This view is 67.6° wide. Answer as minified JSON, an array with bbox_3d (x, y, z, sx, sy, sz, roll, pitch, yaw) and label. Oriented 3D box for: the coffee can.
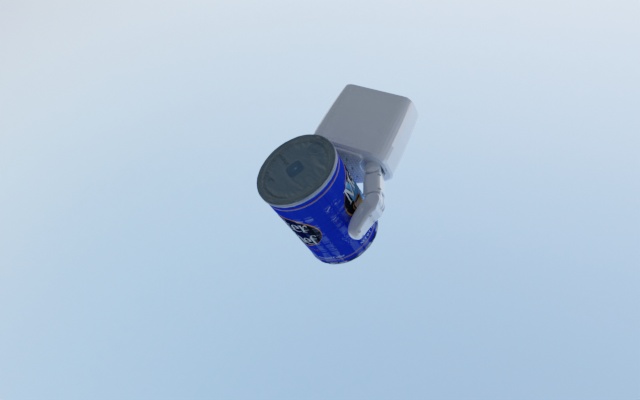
[{"bbox_3d":[0.000,0.002,0.595,0.103,0.102,0.140,0,-35,31],"label":"coffee can"}]
